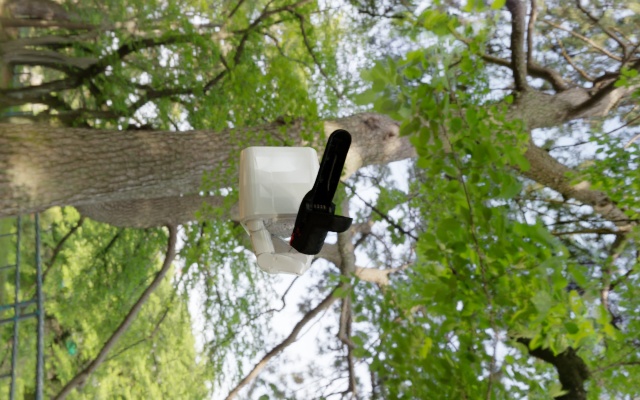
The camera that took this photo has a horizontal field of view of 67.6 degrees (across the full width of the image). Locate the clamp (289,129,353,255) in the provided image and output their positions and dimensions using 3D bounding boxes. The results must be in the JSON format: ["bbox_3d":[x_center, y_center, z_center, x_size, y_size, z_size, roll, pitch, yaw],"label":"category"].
[{"bbox_3d":[0.001,0.002,0.542,0.039,0.120,0.171,17,-27,-14],"label":"clamp"}]
